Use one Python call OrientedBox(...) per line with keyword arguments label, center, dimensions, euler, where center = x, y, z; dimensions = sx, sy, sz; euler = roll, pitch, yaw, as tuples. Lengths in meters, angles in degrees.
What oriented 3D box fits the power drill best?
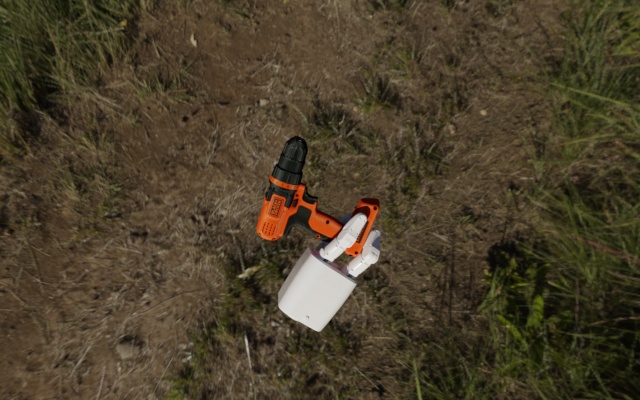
OrientedBox(label="power drill", center=(0.000, 0.003, 0.804), dimensions=(0.187, 0.184, 0.057), euler=(20, 19, 0))
